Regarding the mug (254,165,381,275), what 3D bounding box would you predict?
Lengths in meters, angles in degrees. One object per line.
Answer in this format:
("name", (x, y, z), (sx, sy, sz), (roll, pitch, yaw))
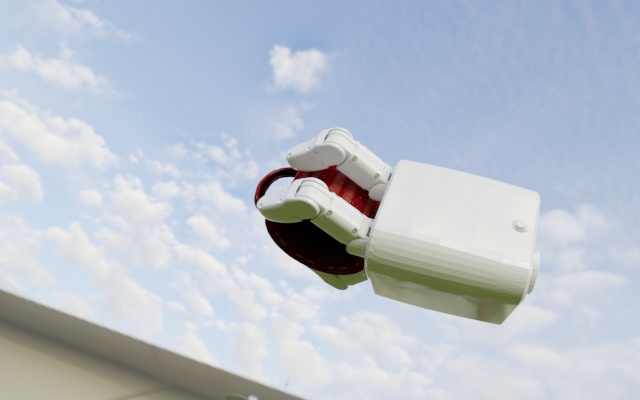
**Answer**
("mug", (-0.001, 0.001, 0.416), (0.117, 0.081, 0.093), (14, -38, 17))
